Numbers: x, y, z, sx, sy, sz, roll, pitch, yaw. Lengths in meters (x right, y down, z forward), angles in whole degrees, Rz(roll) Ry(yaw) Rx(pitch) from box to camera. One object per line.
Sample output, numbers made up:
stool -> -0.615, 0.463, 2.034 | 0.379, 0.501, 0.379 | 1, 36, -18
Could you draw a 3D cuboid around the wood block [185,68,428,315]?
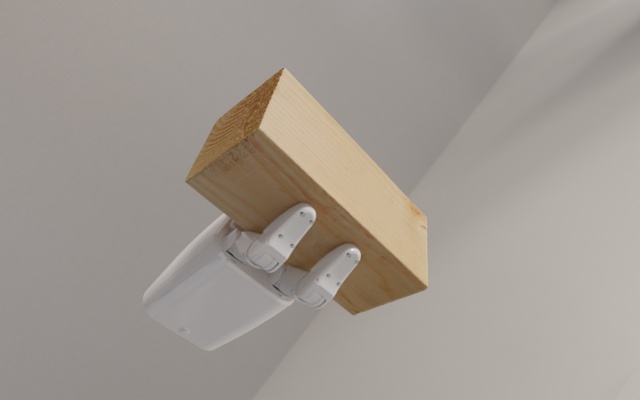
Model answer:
wood block -> 0.000, 0.001, 0.422 | 0.090, 0.090, 0.206 | -29, -58, 32
